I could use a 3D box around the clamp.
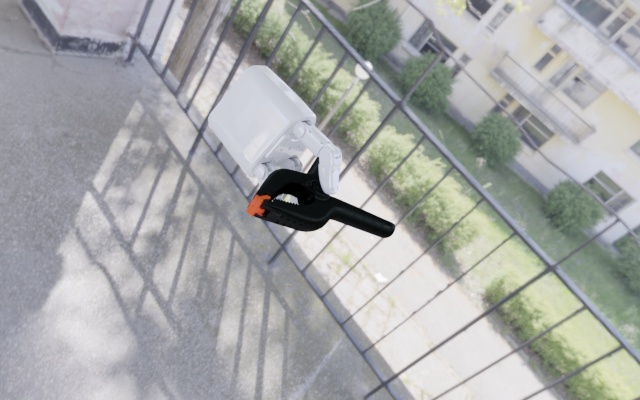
[{"bbox_3d":[0.000,0.001,0.613,0.210,0.164,0.036,-17,-30,-51],"label":"clamp"}]
